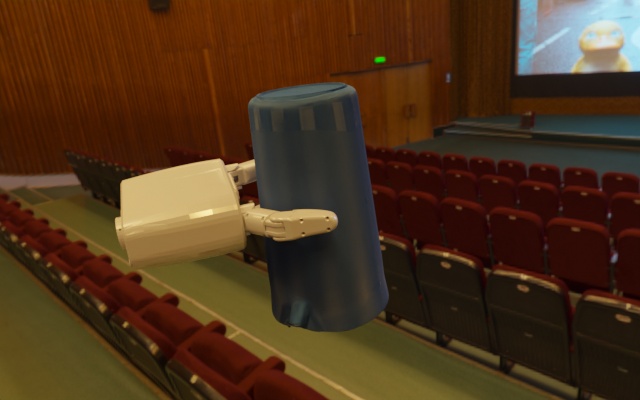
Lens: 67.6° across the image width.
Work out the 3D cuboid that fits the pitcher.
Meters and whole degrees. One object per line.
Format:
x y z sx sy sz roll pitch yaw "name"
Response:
0.000 0.002 0.513 0.145 0.243 0.149 -13 20 -16 "pitcher"
